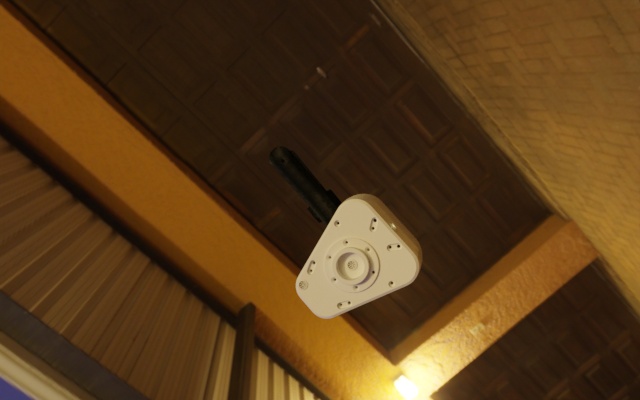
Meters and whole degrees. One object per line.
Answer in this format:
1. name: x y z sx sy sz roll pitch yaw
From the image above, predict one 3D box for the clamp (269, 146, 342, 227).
1. clamp: 0.000 0.002 0.555 0.039 0.171 0.120 -43 -7 9
